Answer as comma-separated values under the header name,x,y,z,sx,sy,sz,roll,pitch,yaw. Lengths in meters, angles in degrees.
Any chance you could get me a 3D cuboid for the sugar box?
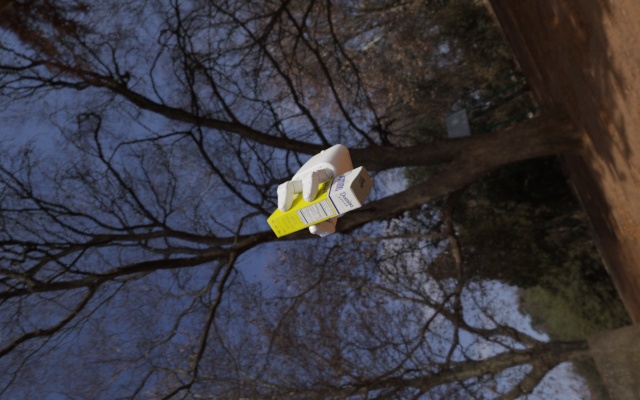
name,x,y,z,sx,sy,sz,roll,pitch,yaw
sugar box,0.000,0.002,0.837,0.176,0.048,0.093,-25,16,29
